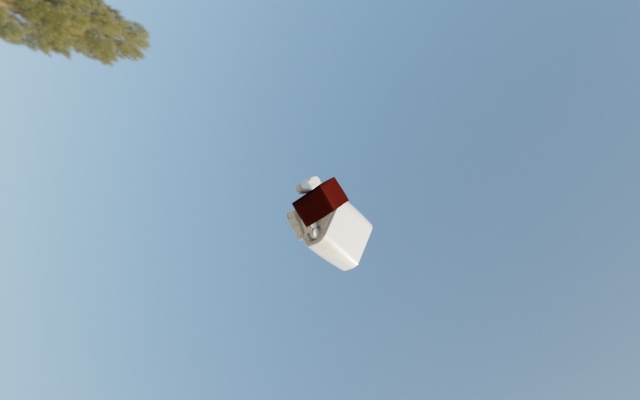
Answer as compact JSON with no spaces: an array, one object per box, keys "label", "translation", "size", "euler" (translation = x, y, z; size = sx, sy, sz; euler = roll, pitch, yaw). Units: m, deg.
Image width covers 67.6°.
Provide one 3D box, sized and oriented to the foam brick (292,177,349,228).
[{"label":"foam brick","translation":[0.000,0.003,0.842],"size":[0.078,0.051,0.053],"euler":[-33,-1,40]}]
